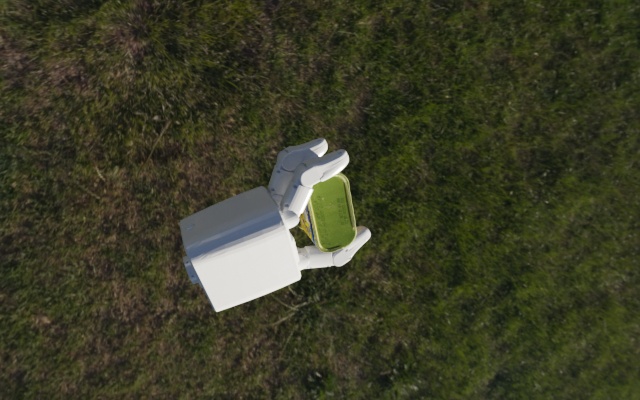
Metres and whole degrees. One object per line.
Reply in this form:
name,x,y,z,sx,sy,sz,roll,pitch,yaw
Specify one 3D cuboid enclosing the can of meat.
can of meat,0.000,0.002,0.572,0.057,0.102,0.084,-18,24,-13
